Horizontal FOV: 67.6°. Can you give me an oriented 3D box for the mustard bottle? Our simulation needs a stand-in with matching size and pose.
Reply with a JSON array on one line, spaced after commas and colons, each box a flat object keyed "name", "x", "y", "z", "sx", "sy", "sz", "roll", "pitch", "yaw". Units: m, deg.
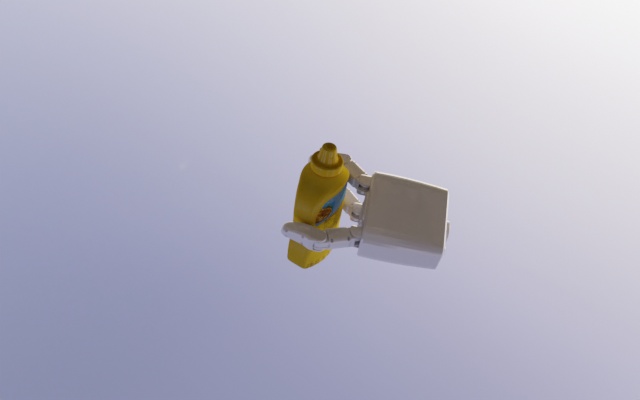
[{"name": "mustard bottle", "x": 0.000, "y": 0.002, "z": 0.645, "sx": 0.058, "sy": 0.192, "sz": 0.096, "roll": 30, "pitch": 48, "yaw": 19}]
